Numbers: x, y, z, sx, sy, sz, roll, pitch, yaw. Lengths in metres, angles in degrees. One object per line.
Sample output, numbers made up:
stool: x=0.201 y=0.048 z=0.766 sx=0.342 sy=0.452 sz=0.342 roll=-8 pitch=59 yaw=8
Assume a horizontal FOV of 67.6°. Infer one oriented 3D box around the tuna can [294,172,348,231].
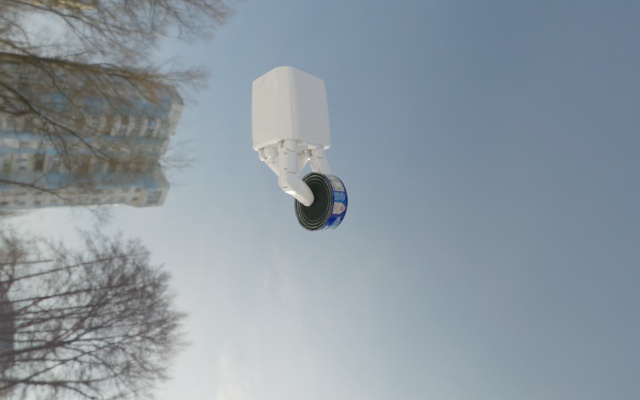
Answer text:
tuna can: x=0.001 y=0.002 z=0.700 sx=0.034 sy=0.086 sz=0.086 roll=4 pitch=-3 yaw=-40
